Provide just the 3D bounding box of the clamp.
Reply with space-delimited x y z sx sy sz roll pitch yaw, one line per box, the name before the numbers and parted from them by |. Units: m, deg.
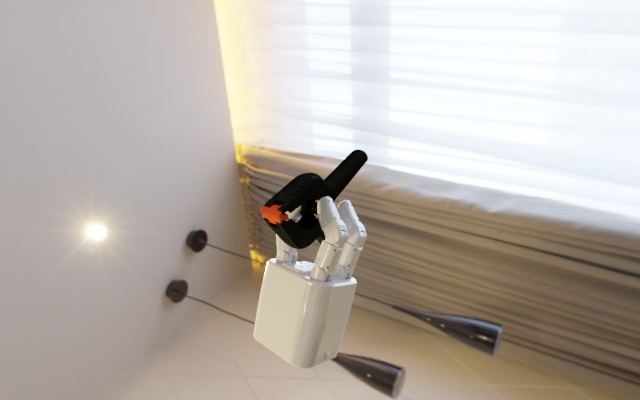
clamp | -0.001 0.002 0.612 0.036 0.164 0.210 15 3 29
